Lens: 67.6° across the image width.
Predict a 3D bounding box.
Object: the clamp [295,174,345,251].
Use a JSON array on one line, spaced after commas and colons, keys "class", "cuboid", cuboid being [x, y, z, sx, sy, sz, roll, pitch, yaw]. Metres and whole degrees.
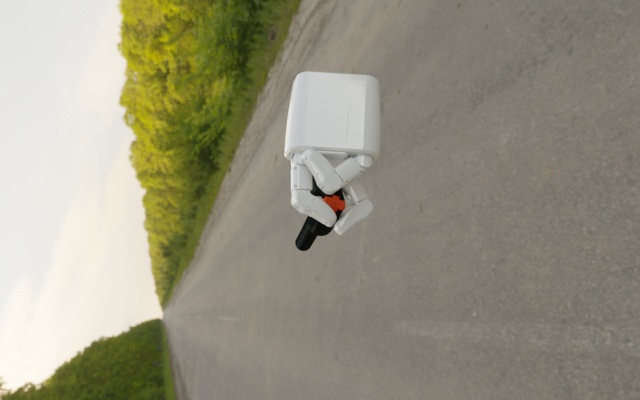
[{"class": "clamp", "cuboid": [0.000, 0.002, 0.675, 0.039, 0.120, 0.171, 8, -16, -16]}]
